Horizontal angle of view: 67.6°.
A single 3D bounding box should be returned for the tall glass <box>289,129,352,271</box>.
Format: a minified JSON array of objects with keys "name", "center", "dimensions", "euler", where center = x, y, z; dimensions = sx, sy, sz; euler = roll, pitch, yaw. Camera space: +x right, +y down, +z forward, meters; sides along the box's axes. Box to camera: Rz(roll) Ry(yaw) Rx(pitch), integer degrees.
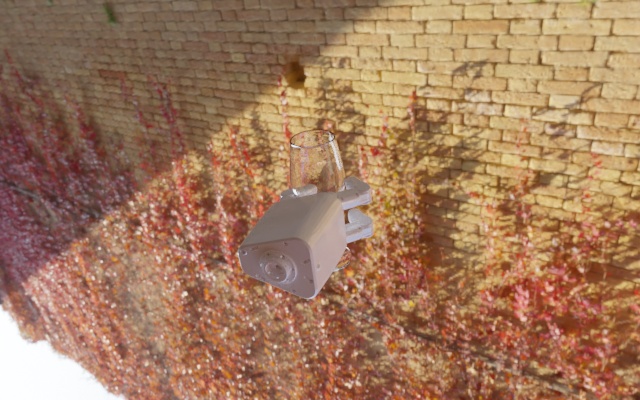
[{"name":"tall glass","center":[0.000,0.003,0.688],"dimensions":[0.079,0.201,0.079],"euler":[-5,29,3]}]
